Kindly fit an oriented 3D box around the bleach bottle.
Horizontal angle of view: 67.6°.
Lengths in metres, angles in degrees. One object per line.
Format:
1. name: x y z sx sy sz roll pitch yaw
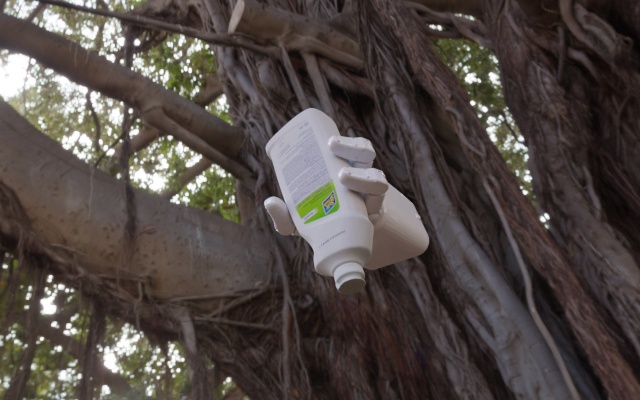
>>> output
1. bleach bottle: 0.000 0.002 0.567 0.102 0.250 0.068 -39 -47 24
